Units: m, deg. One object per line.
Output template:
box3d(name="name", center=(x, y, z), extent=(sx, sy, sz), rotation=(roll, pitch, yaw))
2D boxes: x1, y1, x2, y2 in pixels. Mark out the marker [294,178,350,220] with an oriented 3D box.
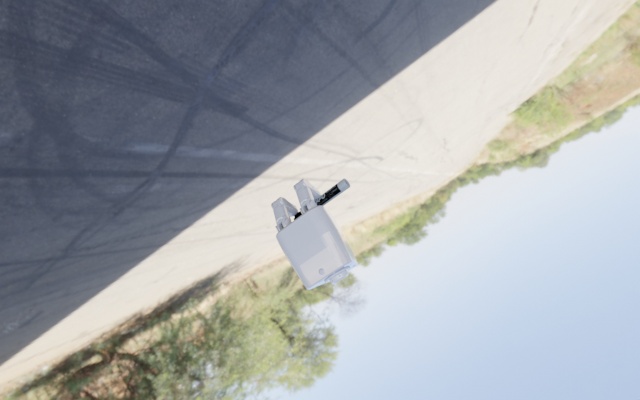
box3d(name="marker", center=(0.000, 0.003, 0.836), extent=(0.121, 0.020, 0.020), rotation=(-36, -15, 21))
